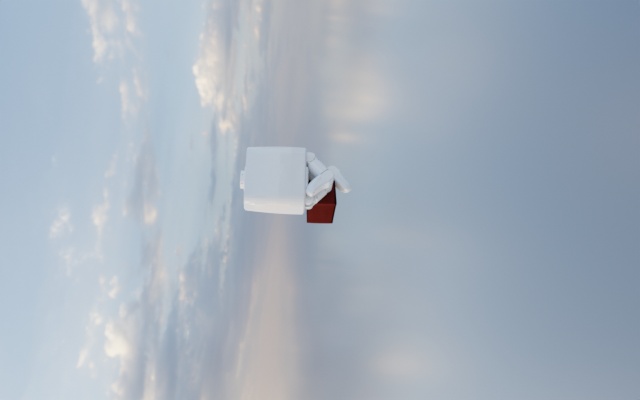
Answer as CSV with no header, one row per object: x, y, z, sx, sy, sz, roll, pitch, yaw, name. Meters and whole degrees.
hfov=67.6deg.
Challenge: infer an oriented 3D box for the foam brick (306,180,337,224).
0.000,0.003,0.900,0.051,0.053,0.078,0,-32,-5,foam brick
